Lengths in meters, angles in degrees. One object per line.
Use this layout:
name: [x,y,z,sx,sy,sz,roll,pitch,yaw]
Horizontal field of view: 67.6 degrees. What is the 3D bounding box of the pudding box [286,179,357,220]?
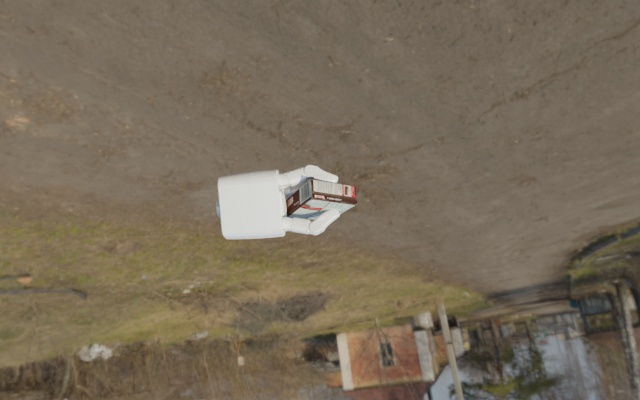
pudding box: [0.000,0.003,0.848,0.090,0.039,0.113,7,-20,-25]
